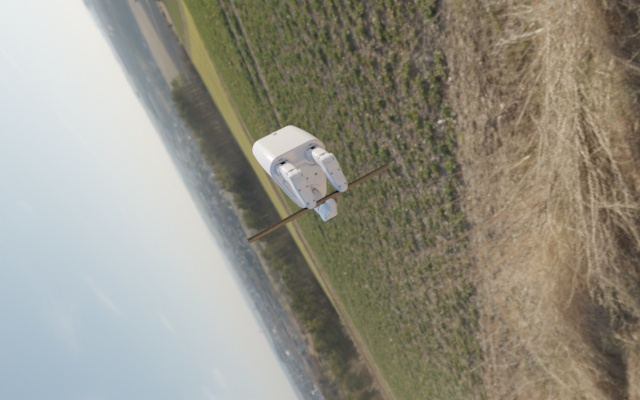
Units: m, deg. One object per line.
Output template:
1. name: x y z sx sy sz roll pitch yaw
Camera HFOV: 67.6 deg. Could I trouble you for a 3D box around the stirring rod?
1. stirring rod: 0.000 0.002 0.708 0.239 0.011 0.011 -28 7 -13
